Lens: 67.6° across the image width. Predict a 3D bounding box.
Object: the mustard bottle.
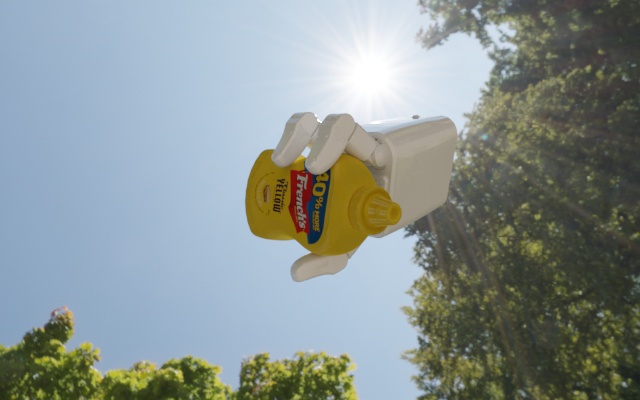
[{"bbox_3d":[0.000,0.001,0.452,0.058,0.096,0.191,9,0,-39],"label":"mustard bottle"}]
